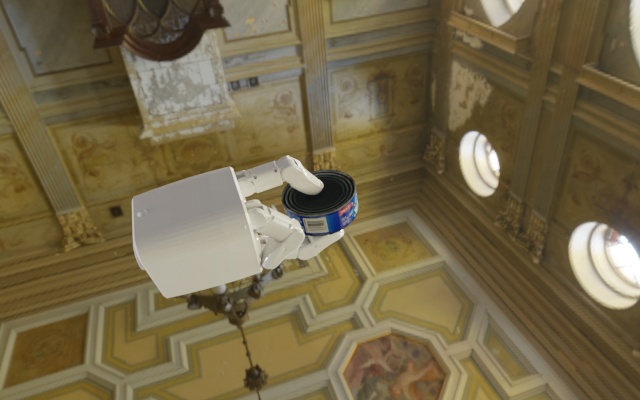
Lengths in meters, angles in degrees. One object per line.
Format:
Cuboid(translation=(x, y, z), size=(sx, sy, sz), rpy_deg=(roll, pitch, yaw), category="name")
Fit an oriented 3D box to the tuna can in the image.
Cuboid(translation=(0.000, 0.002, 0.548), size=(0.086, 0.034, 0.086), rpy_deg=(-8, 37, 6), category="tuna can")
